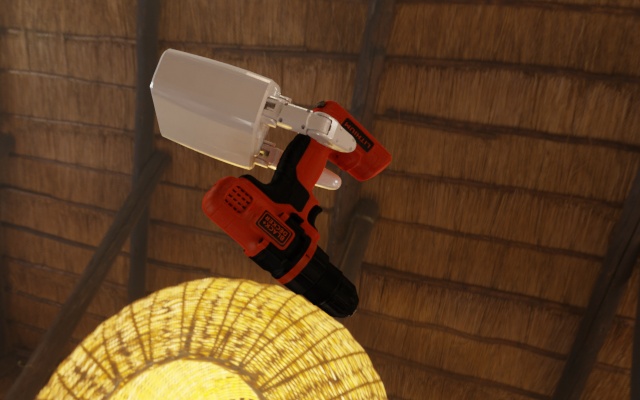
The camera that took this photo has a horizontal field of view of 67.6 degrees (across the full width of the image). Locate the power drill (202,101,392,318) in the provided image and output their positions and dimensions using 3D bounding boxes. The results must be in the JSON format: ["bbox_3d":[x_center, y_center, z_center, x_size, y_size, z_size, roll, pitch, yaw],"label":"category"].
[{"bbox_3d":[0.000,0.001,0.492,0.184,0.187,0.057,43,-33,-13],"label":"power drill"}]
